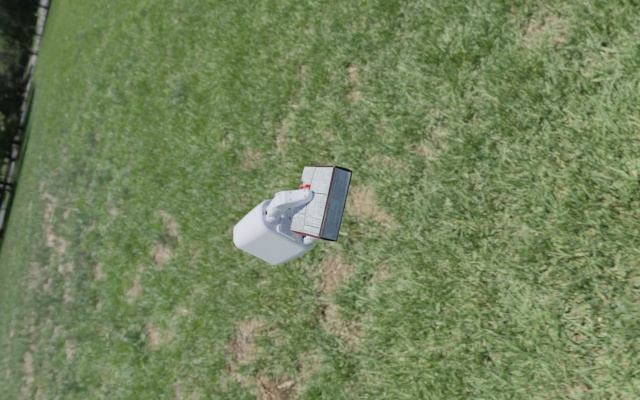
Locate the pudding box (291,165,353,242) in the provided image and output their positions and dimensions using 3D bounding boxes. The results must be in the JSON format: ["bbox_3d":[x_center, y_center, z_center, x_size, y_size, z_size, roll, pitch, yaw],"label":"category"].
[{"bbox_3d":[0.000,0.002,0.740,0.039,0.113,0.090,13,-2,-33],"label":"pudding box"}]
